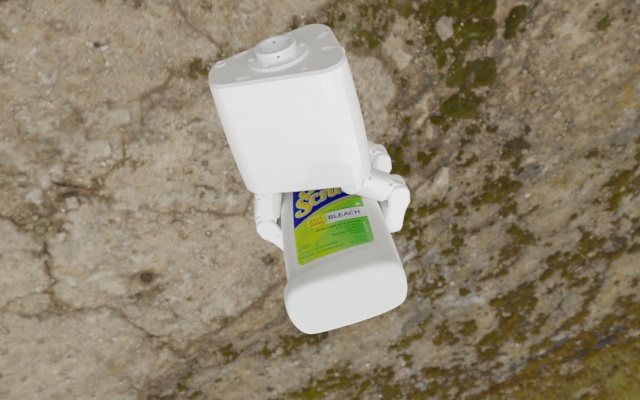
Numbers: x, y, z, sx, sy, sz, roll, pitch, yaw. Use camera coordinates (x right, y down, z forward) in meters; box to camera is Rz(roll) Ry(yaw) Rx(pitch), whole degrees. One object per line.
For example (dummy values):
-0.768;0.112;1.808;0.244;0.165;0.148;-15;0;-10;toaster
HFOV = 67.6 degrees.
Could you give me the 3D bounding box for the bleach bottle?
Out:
0.000;0.002;0.471;0.102;0.068;0.250;-17;41;0;bleach bottle
